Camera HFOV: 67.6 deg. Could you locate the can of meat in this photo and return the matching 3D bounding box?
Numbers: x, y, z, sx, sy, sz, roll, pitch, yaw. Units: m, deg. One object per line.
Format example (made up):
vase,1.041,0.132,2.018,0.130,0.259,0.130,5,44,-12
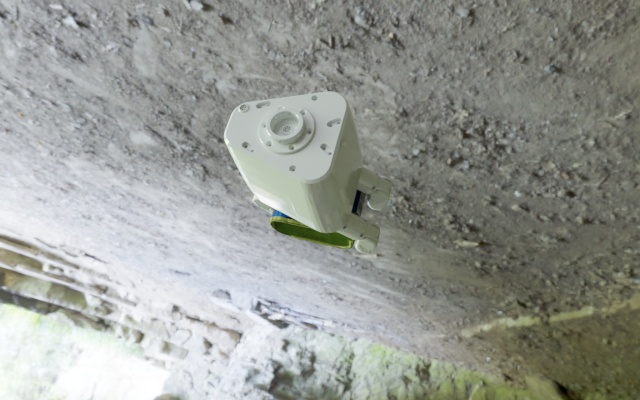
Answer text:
can of meat,0.000,0.002,0.547,0.102,0.084,0.057,11,-23,11
